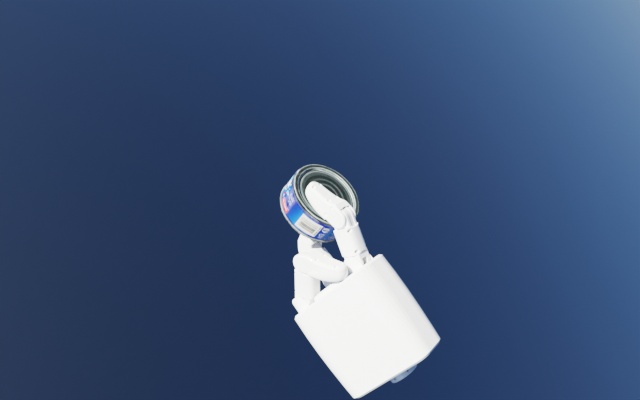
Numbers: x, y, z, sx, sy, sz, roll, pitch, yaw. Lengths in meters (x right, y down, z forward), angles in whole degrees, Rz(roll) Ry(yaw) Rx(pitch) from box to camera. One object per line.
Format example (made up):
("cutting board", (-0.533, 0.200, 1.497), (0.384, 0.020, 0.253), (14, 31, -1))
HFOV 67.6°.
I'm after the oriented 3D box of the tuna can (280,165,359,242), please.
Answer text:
("tuna can", (0.000, 0.001, 0.535), (0.086, 0.086, 0.034), (0, -34, -35))
